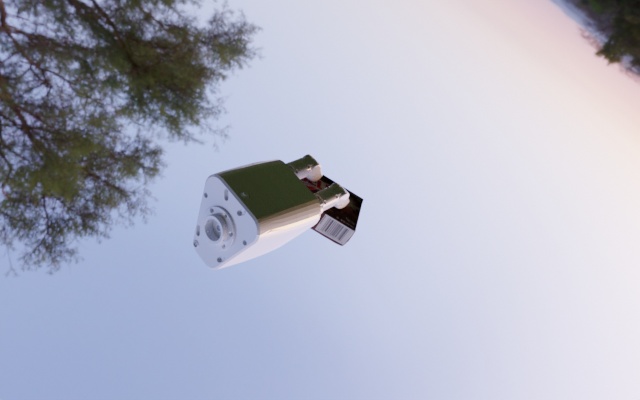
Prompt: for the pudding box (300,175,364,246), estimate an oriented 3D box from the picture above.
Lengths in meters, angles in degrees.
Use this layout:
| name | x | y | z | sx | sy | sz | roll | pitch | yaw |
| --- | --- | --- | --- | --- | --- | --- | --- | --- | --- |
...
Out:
| name | x | y | z | sx | sy | sz | roll | pitch | yaw |
| --- | --- | --- | --- | --- | --- | --- | --- | --- | --- |
| pudding box | 0.000 | 0.002 | 0.666 | 0.113 | 0.039 | 0.090 | 33 | 32 | -7 |
